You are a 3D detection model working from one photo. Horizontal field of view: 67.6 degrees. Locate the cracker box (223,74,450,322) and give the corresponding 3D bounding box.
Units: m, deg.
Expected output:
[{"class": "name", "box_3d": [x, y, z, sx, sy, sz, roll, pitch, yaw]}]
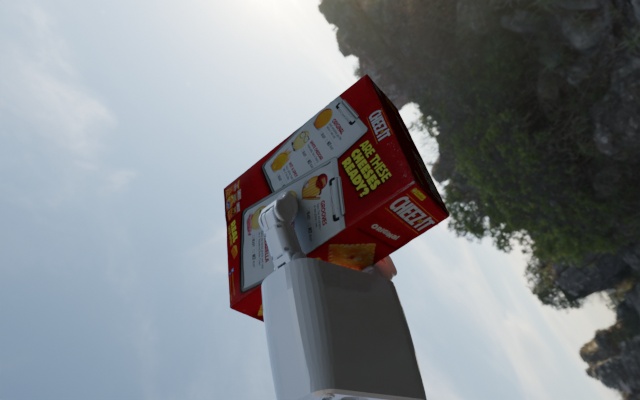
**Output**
[{"class": "cracker box", "box_3d": [0.000, 0.002, 0.481, 0.214, 0.164, 0.072, -35, -47, 21]}]
